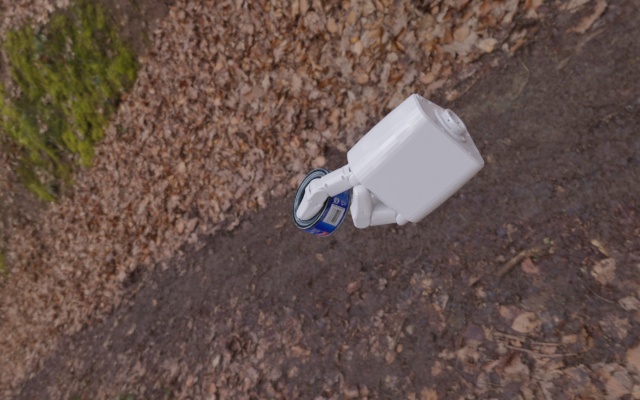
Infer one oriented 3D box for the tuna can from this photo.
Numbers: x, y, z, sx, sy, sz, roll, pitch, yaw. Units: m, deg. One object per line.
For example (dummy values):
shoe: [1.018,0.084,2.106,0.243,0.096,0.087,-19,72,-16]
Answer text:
tuna can: [0.000,0.002,0.623,0.034,0.086,0.086,21,-12,-32]
